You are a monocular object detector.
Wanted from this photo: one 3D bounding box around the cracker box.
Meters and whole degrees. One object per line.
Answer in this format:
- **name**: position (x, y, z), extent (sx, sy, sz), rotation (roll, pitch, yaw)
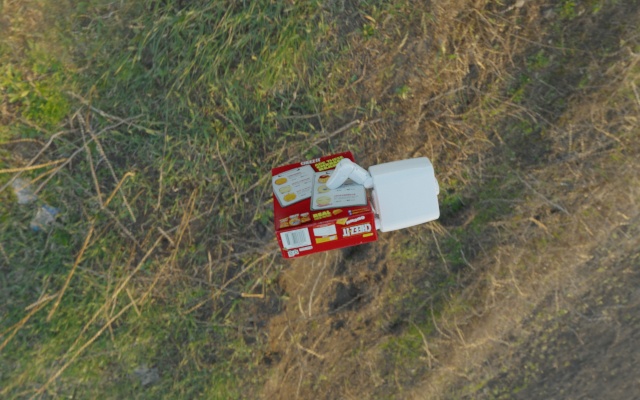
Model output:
- **cracker box**: position (0.000, 0.003, 0.865), extent (0.164, 0.072, 0.213), rotation (-12, 33, 0)
